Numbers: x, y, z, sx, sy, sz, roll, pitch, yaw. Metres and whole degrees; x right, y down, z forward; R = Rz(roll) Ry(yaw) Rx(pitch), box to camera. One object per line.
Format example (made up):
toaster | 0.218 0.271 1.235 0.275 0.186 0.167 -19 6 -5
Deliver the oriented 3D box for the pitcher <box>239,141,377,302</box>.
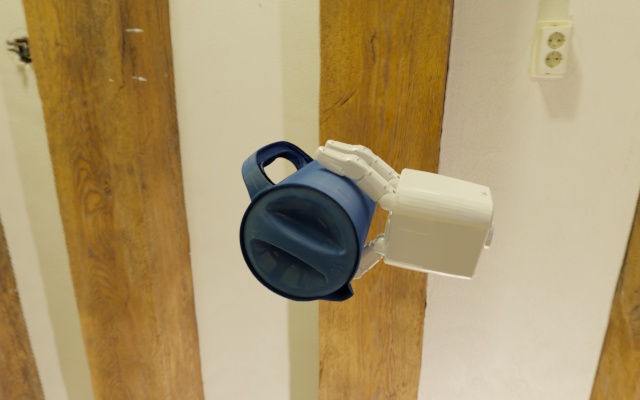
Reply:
pitcher | 0.000 0.002 0.596 0.145 0.149 0.242 10 21 12
